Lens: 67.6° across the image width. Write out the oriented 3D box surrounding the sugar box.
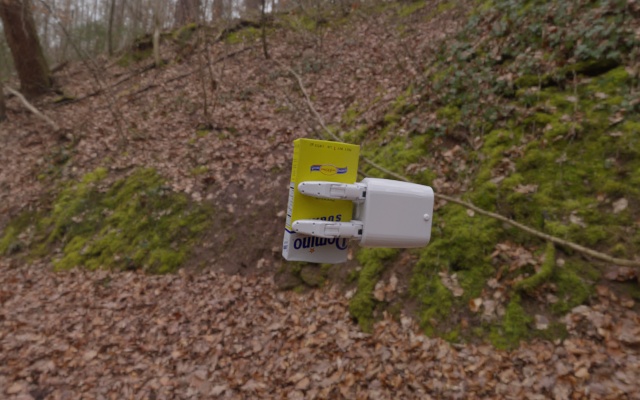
[{"bbox_3d":[0.000,0.002,0.699,0.093,0.176,0.048,5,2,-15],"label":"sugar box"}]
